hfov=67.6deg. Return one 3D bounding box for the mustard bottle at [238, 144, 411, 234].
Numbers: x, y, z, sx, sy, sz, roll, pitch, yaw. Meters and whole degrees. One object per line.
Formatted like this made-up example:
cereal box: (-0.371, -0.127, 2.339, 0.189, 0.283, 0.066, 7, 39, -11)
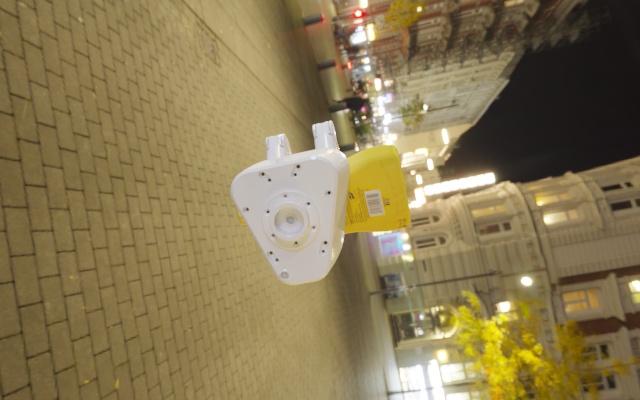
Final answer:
mustard bottle: (0.000, 0.002, 0.541, 0.191, 0.096, 0.058, -11, 31, 8)
